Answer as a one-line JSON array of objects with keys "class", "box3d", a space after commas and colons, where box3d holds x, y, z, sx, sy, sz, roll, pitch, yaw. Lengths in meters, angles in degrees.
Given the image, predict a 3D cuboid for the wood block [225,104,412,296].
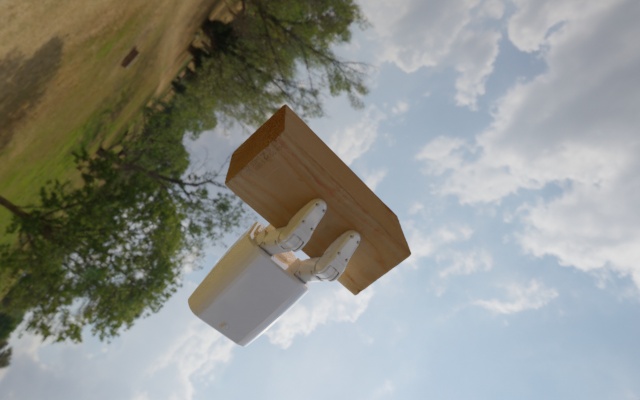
[{"class": "wood block", "box3d": [0.000, 0.002, 0.552, 0.090, 0.206, 0.090, -40, 24, 16]}]
